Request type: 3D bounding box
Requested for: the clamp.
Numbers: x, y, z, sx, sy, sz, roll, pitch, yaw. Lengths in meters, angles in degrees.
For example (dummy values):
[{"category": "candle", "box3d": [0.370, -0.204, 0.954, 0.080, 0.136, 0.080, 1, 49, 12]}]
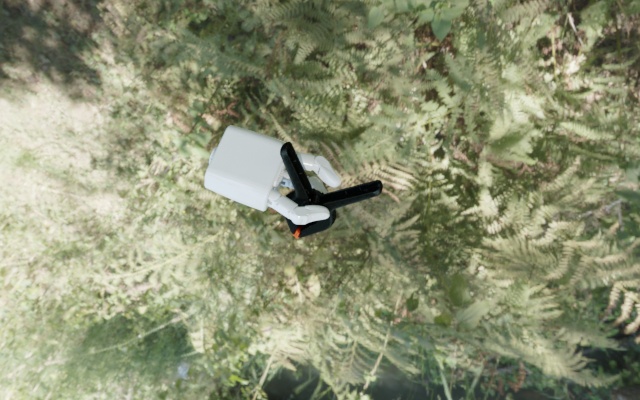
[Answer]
[{"category": "clamp", "box3d": [0.000, 0.003, 0.781, 0.164, 0.036, 0.210, 19, -38, 0]}]
